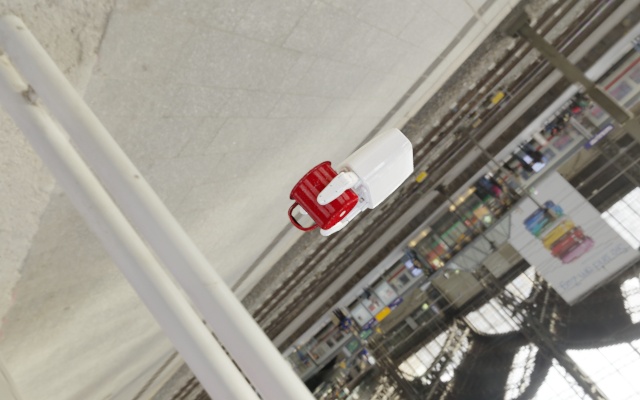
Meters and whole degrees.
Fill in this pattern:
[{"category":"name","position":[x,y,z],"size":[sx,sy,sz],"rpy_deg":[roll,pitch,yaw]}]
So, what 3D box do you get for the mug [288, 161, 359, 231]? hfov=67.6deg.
[{"category":"mug","position":[-0.001,0.004,0.790],"size":[0.117,0.081,0.093],"rpy_deg":[-41,-13,-7]}]
